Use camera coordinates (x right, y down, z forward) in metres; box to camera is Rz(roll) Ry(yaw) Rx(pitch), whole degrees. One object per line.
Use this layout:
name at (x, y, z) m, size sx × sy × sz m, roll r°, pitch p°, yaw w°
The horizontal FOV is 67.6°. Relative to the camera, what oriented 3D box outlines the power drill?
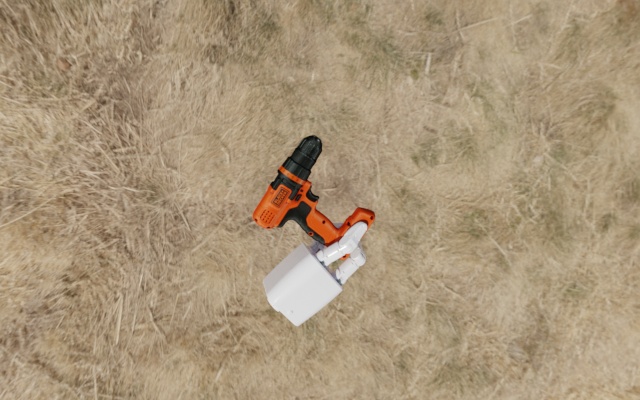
power drill at (0.000, 0.003, 0.841) m, size 0.187 × 0.184 × 0.057 m, roll 33°, pitch 10°, yaw -9°
